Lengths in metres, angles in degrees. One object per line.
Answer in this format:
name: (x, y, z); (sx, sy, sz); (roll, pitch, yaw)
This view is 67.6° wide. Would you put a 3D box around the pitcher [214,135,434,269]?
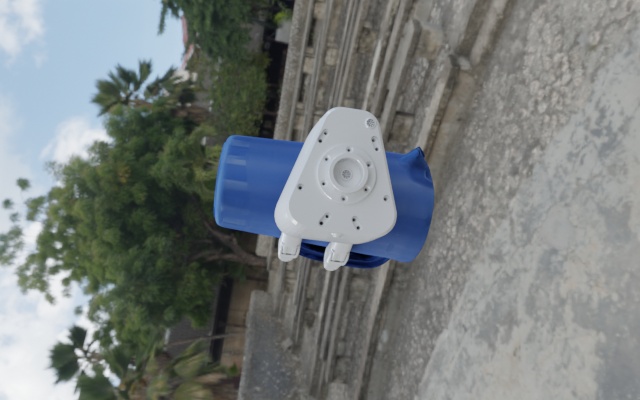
pitcher: (0.000, 0.002, 0.576); (0.243, 0.149, 0.145); (8, -6, -7)
